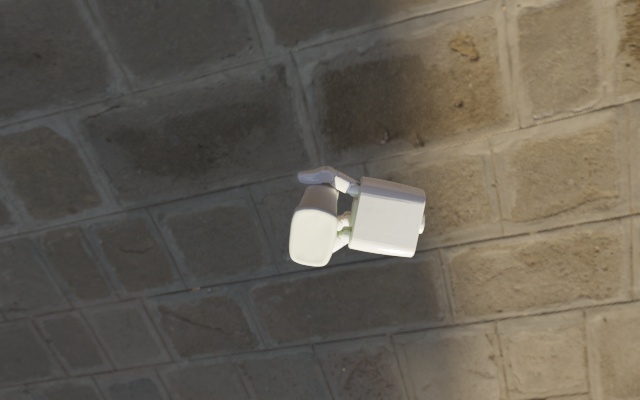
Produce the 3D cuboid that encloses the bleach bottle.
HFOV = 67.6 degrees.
[{"bbox_3d":[0.000,0.003,0.801,0.068,0.103,0.250,10,26,2],"label":"bleach bottle"}]
